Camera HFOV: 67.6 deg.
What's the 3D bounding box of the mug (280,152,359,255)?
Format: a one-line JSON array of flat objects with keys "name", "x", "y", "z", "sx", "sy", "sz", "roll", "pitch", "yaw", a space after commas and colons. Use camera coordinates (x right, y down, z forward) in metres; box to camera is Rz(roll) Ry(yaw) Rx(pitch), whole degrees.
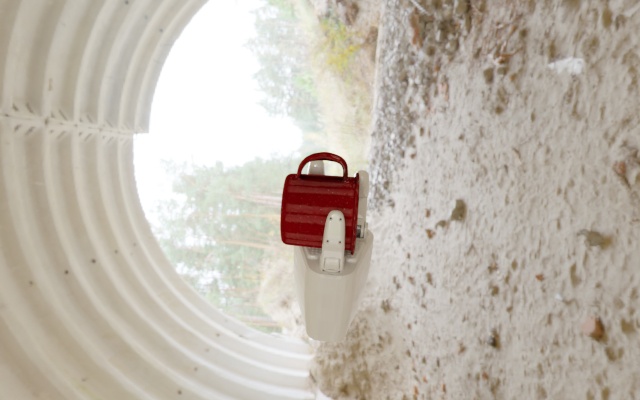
[{"name": "mug", "x": 0.000, "y": 0.001, "z": 0.530, "sx": 0.081, "sy": 0.117, "sz": 0.093, "roll": 4, "pitch": 30, "yaw": 2}]
